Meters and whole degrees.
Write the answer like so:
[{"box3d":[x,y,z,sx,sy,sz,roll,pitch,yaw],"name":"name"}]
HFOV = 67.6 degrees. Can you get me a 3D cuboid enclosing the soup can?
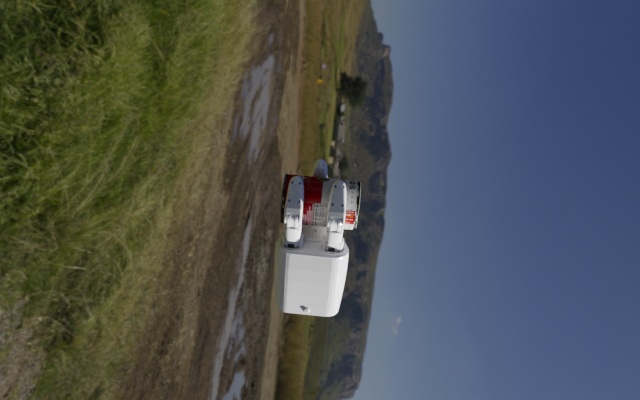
[{"box3d":[0.000,0.002,0.647,0.102,0.068,0.068,6,0,1],"name":"soup can"}]
